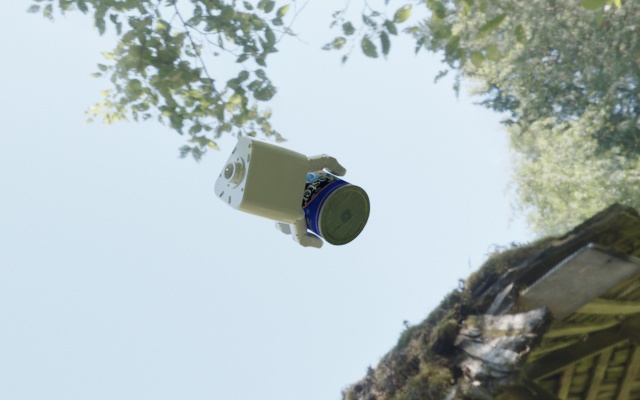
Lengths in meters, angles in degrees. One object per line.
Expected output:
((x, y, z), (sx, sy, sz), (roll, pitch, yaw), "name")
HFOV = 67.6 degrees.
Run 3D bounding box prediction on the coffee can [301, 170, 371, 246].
((0.000, 0.003, 0.804), (0.103, 0.103, 0.140), (0, 19, -39), "coffee can")
